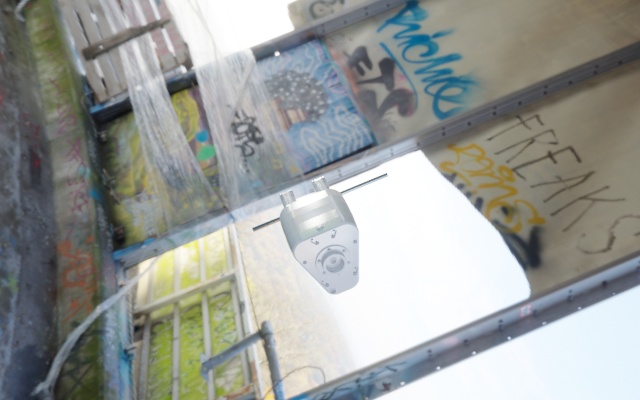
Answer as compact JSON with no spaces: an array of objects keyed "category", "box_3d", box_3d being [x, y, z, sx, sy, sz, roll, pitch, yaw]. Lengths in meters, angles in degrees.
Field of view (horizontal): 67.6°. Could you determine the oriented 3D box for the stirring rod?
[{"category":"stirring rod","box_3d":[0.000,0.003,0.787,0.239,0.011,0.011,-22,1,-2]}]
